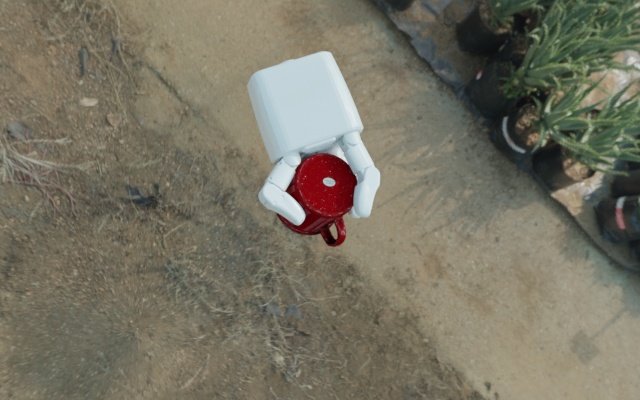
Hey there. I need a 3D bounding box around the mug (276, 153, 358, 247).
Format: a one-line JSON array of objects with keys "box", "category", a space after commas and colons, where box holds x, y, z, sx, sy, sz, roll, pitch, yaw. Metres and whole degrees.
[{"box": [0.001, 0.003, 0.595, 0.093, 0.117, 0.081, -18, -8, -24], "category": "mug"}]
